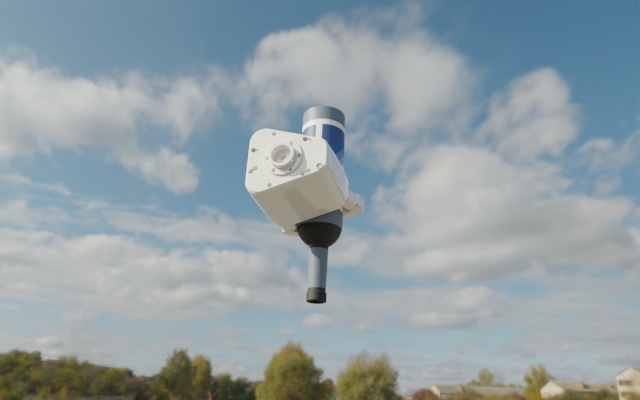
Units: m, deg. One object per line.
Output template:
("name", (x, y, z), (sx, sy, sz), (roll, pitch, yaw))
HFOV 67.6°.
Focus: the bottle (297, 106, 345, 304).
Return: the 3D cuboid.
("bottle", (0.000, 0.002, 0.702), (0.069, 0.295, 0.069), (2, -23, 1))
